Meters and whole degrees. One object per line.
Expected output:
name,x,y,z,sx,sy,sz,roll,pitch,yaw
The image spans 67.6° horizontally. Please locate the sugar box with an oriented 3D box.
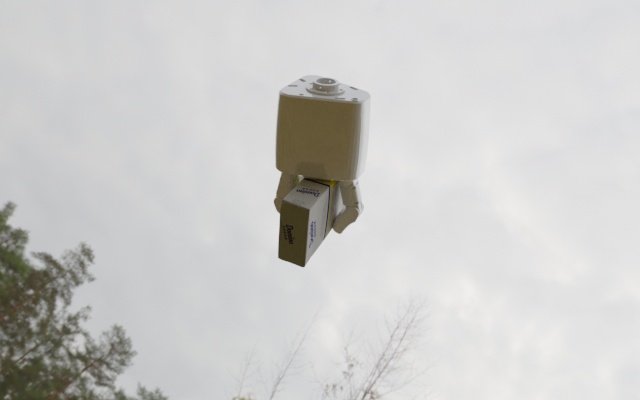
sugar box,0.000,0.002,0.655,0.048,0.093,0.176,19,34,19
